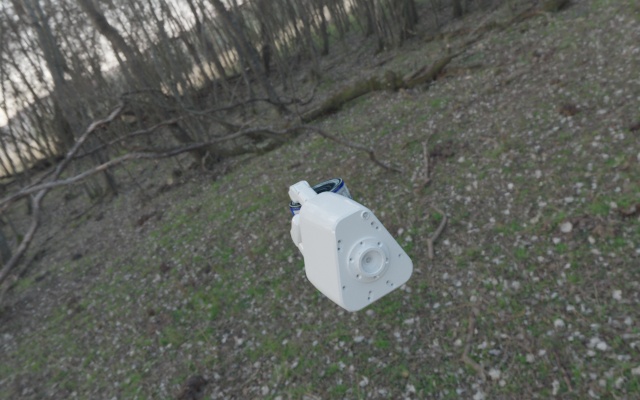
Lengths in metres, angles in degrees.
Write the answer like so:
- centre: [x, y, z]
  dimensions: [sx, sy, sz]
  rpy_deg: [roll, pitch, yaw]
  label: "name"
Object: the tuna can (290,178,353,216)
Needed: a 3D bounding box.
- centre: [0.000, 0.002, 0.673]
  dimensions: [0.086, 0.034, 0.086]
  rpy_deg: [-25, 14, 7]
  label: "tuna can"
